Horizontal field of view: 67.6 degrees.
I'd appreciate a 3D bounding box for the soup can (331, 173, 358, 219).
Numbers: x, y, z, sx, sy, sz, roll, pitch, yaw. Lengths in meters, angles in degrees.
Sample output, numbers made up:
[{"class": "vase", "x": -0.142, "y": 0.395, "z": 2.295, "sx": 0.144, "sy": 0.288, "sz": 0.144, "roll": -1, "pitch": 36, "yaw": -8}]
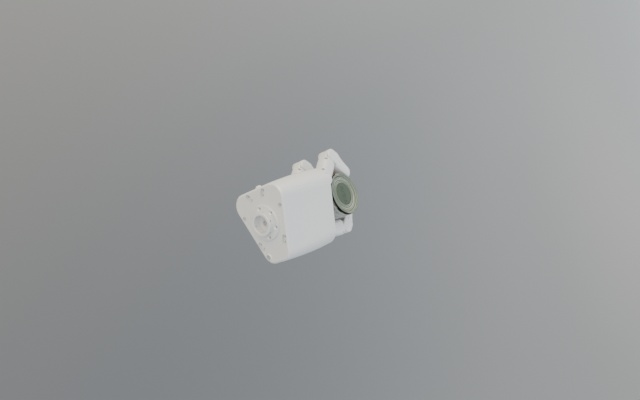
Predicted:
[{"class": "soup can", "x": 0.001, "y": 0.002, "z": 0.753, "sx": 0.102, "sy": 0.068, "sz": 0.068, "roll": -21, "pitch": -13, "yaw": 38}]
